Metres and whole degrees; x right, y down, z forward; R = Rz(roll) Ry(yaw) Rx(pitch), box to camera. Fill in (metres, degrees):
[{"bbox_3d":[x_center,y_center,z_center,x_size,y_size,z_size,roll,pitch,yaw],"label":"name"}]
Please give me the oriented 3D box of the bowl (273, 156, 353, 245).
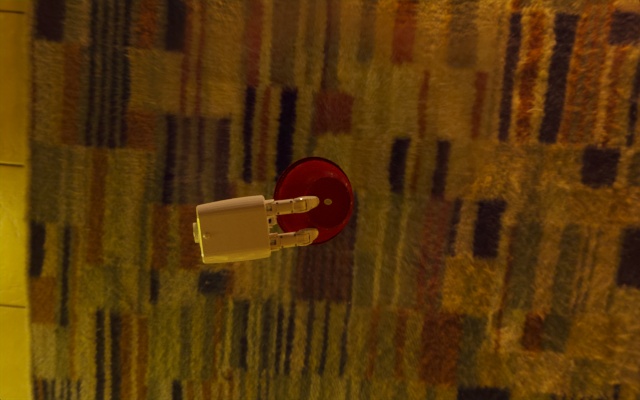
[{"bbox_3d":[0.001,0.002,0.843,0.162,0.162,0.055,0,4,-27],"label":"bowl"}]
